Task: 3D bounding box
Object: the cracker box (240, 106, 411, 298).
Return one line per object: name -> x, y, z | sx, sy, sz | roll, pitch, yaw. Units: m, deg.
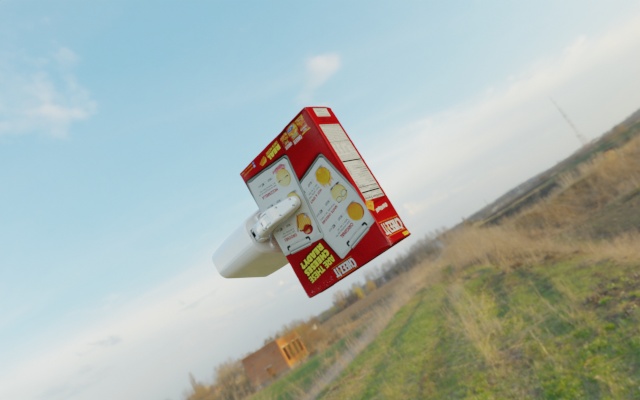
cracker box -> 0.000, 0.002, 0.669 | 0.164, 0.213, 0.072 | -39, -14, 36
